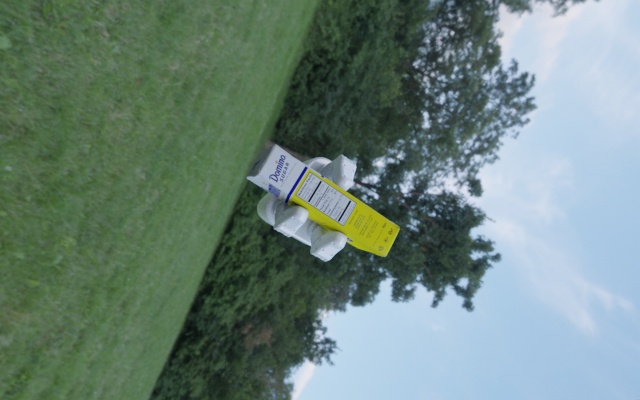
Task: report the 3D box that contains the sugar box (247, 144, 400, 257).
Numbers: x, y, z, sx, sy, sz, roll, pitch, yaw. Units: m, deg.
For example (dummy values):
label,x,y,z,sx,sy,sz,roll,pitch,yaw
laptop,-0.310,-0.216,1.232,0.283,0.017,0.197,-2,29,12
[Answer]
label,x,y,z,sx,sy,sz,roll,pitch,yaw
sugar box,0.000,0.002,0.565,0.176,0.048,0.093,30,-8,-15
